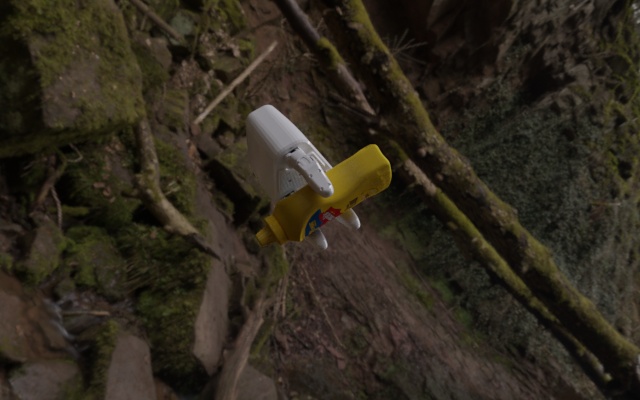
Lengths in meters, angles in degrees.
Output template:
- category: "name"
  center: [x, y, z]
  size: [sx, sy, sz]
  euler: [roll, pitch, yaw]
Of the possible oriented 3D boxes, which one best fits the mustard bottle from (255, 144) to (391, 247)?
- category: "mustard bottle"
  center: [0.001, 0.002, 0.629]
  size: [0.191, 0.058, 0.096]
  euler: [-31, -14, -10]
